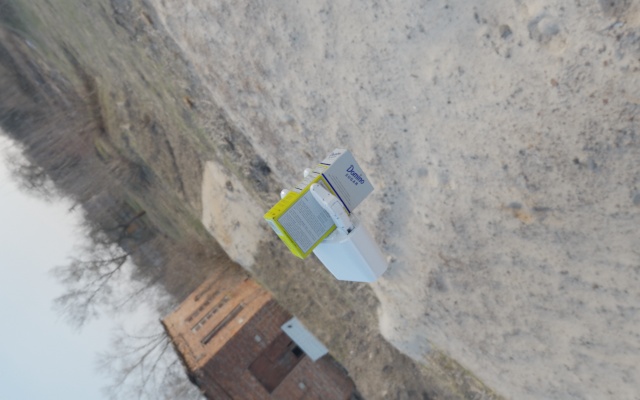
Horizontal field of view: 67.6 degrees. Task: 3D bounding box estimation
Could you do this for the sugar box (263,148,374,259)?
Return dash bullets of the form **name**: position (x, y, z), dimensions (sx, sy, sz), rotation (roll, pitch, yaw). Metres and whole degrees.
- **sugar box**: position (0.000, 0.003, 0.799), dimensions (0.176, 0.093, 0.048), rotation (-44, 26, -18)
